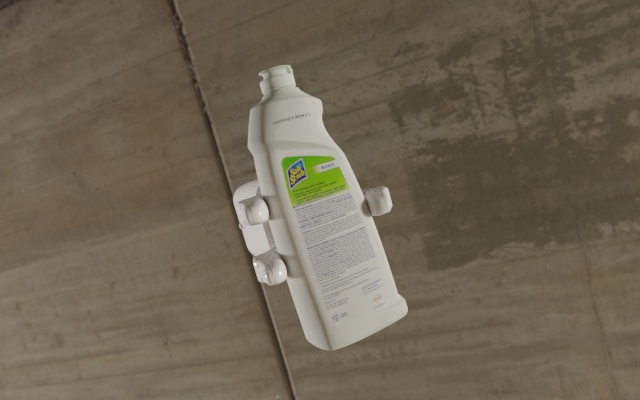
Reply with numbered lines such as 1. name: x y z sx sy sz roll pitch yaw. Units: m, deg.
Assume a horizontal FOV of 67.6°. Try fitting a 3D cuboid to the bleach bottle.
1. bleach bottle: 0.000 0.002 0.441 0.102 0.251 0.068 -19 8 -26
